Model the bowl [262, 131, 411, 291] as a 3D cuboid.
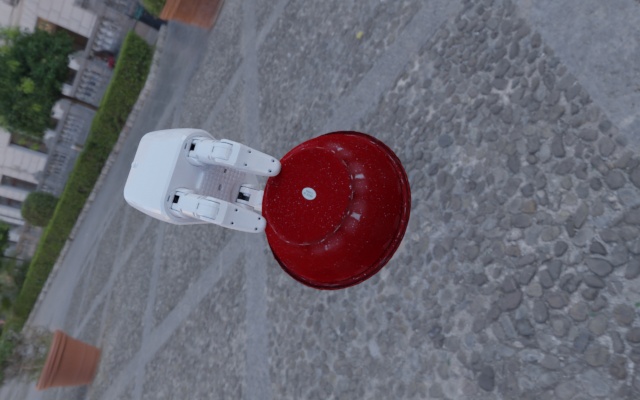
[{"bbox_3d":[0.001,0.001,0.451,0.162,0.162,0.055,0,-13,29],"label":"bowl"}]
